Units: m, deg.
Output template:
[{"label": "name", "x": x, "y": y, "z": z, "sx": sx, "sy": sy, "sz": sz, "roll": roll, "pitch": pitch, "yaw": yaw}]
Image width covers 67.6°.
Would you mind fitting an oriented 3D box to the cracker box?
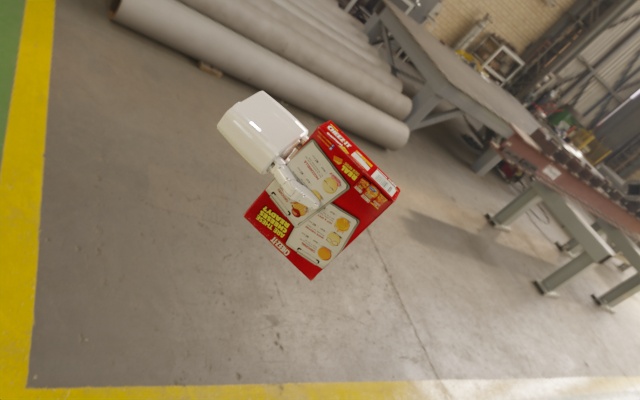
[{"label": "cracker box", "x": 0.000, "y": 0.003, "z": 0.789, "sx": 0.214, "sy": 0.164, "sz": 0.072, "roll": -47, "pitch": -2, "yaw": 28}]
